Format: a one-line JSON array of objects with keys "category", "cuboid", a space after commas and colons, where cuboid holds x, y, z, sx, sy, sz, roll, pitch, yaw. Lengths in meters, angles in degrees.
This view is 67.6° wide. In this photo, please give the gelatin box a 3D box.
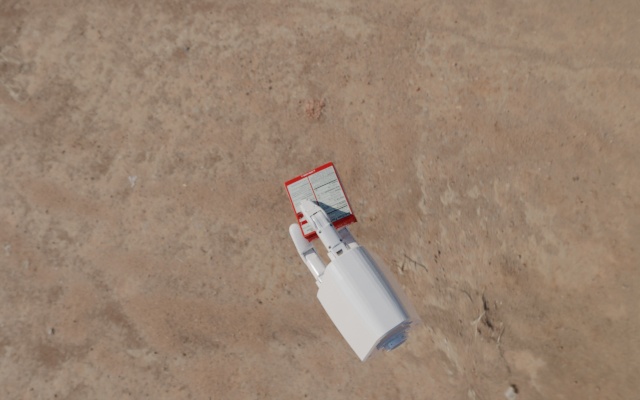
[{"category": "gelatin box", "cuboid": [0.000, 0.002, 0.645, 0.073, 0.089, 0.030, -24, -23, 7]}]
